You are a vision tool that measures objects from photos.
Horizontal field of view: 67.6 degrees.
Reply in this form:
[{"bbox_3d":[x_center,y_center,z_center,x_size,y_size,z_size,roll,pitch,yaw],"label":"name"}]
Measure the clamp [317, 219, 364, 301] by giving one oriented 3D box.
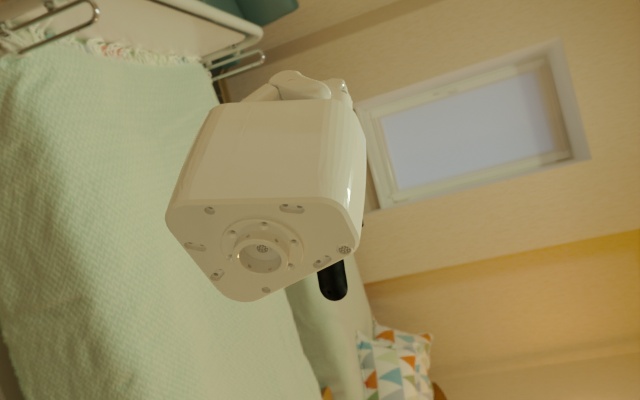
[{"bbox_3d":[0.001,0.001,0.422,0.039,0.172,0.120,-15,37,17],"label":"clamp"}]
